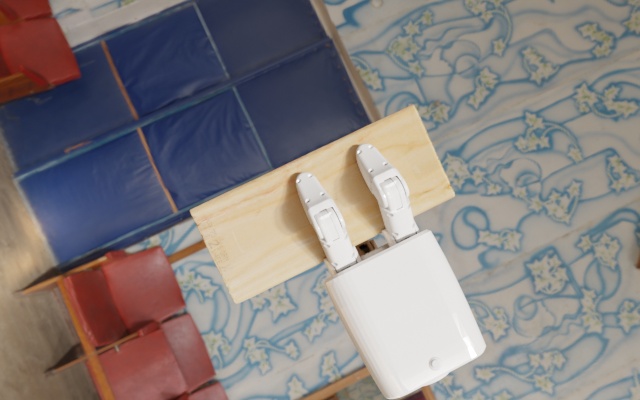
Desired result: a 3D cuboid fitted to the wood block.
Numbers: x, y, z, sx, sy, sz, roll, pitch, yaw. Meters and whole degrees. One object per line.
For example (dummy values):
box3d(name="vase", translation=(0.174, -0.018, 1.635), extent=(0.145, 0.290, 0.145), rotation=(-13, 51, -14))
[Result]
box3d(name="wood block", translation=(0.000, 0.002, 0.439), extent=(0.206, 0.090, 0.091), rotation=(-26, 3, -5))
